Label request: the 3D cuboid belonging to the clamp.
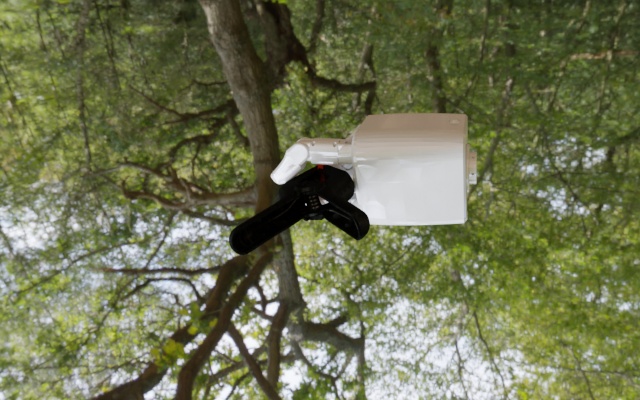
[{"bbox_3d":[0.000,0.002,0.455,0.120,0.039,0.171,1,25,18],"label":"clamp"}]
